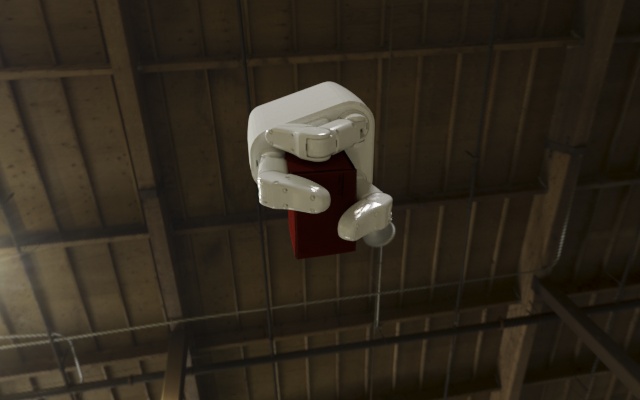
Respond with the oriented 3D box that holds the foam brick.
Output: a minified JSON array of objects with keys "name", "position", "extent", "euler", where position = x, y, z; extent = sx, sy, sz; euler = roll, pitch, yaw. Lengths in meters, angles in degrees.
[{"name":"foam brick","position":[0.000,0.002,0.403],"extent":[0.053,0.078,0.051],"euler":[-5,26,-9]}]
